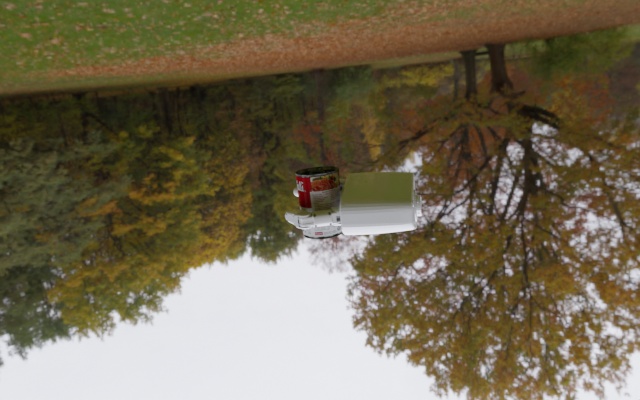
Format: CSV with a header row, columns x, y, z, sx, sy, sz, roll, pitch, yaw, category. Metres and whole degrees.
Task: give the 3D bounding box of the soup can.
x,y,z,sx,sy,sz,roll,pitch,yaw,category
0.000,0.003,0.749,0.068,0.102,0.068,-6,14,1,soup can
